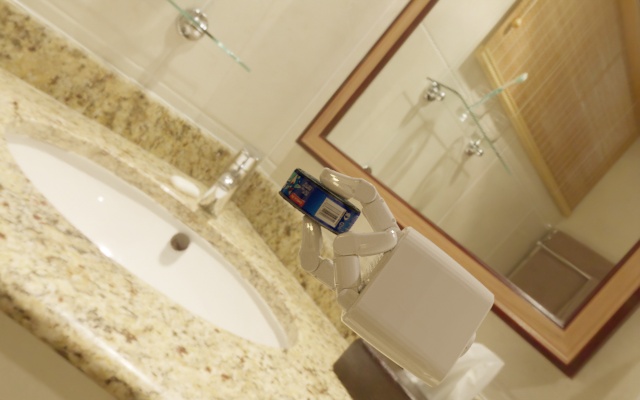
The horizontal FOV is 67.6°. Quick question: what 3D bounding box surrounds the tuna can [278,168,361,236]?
[{"bbox_3d":[0.000,0.001,0.506,0.086,0.034,0.086,34,4,-3],"label":"tuna can"}]
